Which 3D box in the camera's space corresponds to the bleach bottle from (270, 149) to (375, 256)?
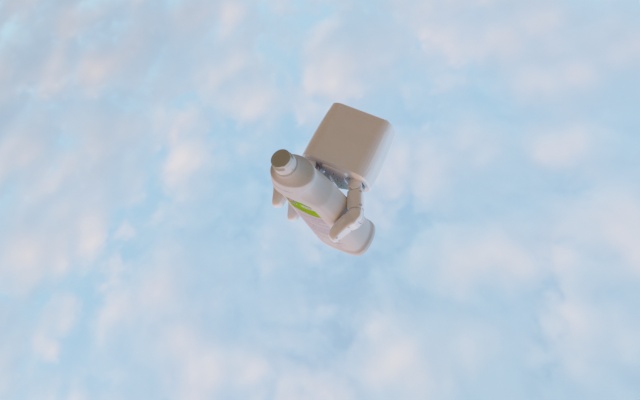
[{"bbox_3d":[0.000,0.002,0.715,0.102,0.068,0.251,18,-18,30],"label":"bleach bottle"}]
